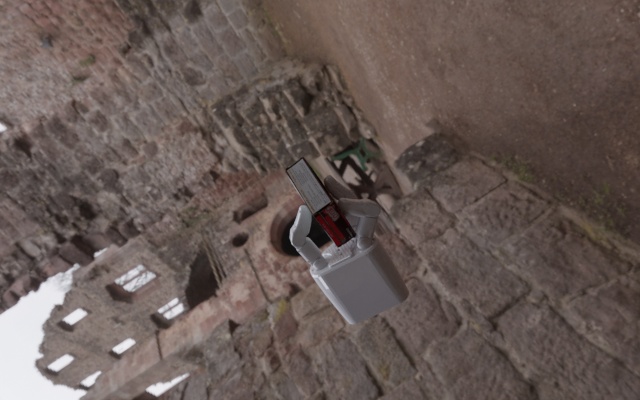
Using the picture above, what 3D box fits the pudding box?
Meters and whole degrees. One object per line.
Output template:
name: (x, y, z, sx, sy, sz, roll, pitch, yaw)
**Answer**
pudding box: (0.000, 0.002, 0.692, 0.039, 0.113, 0.090, -35, -44, -1)
